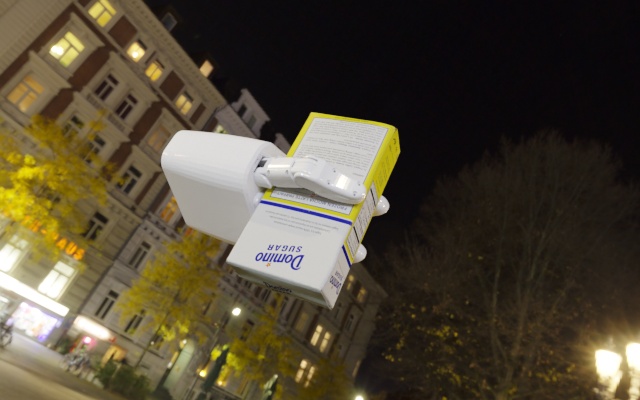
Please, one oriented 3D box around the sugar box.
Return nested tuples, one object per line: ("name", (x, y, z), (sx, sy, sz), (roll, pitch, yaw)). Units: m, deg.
("sugar box", (0.000, 0.002, 0.433), (0.093, 0.176, 0.048), (13, -28, 25))
